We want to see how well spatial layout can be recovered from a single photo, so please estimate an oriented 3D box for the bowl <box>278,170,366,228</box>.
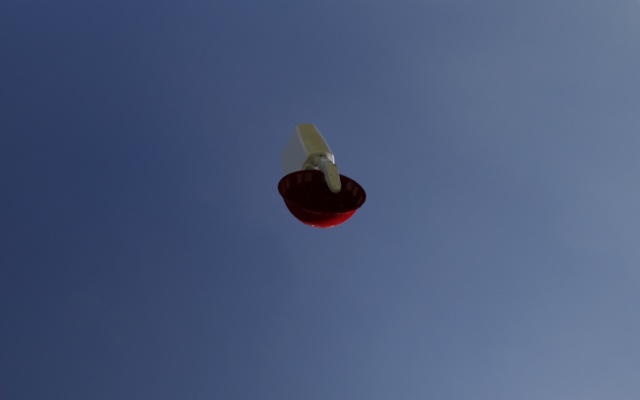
[{"bbox_3d":[0.000,0.004,0.874,0.162,0.055,0.162,6,29,-4],"label":"bowl"}]
